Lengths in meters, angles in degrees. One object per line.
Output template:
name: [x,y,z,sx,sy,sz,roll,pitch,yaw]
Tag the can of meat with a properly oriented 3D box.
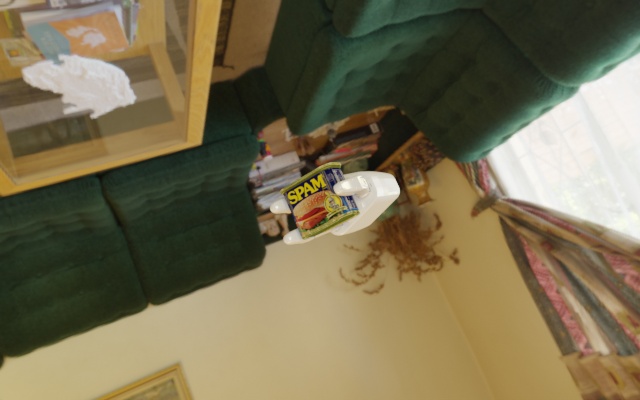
can of meat: [0.000,0.003,0.729,0.102,0.084,0.057,-29,-11,27]
